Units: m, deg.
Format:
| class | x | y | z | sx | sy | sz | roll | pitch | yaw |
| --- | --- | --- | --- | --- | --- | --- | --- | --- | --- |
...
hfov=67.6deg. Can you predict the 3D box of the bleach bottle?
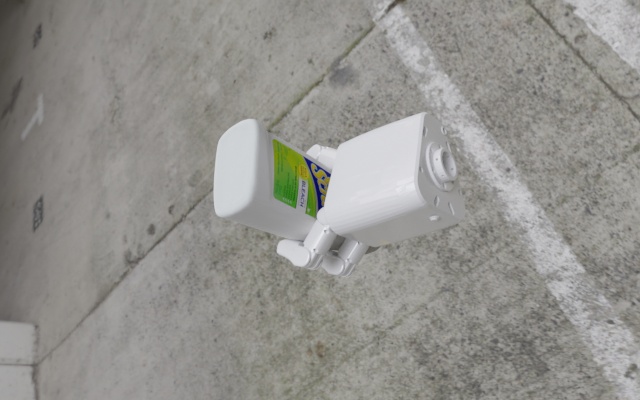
| class | x | y | z | sx | sy | sz | roll | pitch | yaw |
| --- | --- | --- | --- | --- | --- | --- | --- | --- | --- |
| bleach bottle | 0.000 | 0.002 | 0.547 | 0.068 | 0.102 | 0.251 | -20 | -29 | 39 |
